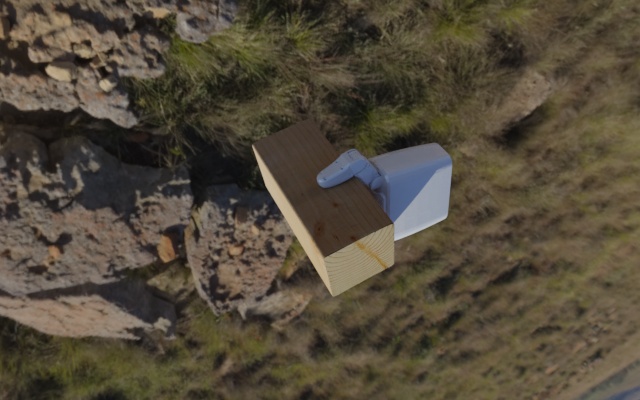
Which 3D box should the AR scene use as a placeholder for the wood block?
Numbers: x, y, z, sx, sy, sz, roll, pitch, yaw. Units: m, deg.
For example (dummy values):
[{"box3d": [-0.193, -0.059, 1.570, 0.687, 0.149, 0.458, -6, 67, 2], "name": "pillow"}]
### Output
[{"box3d": [0.000, 0.002, 0.605, 0.090, 0.206, 0.091, -26, -38, -12], "name": "wood block"}]
